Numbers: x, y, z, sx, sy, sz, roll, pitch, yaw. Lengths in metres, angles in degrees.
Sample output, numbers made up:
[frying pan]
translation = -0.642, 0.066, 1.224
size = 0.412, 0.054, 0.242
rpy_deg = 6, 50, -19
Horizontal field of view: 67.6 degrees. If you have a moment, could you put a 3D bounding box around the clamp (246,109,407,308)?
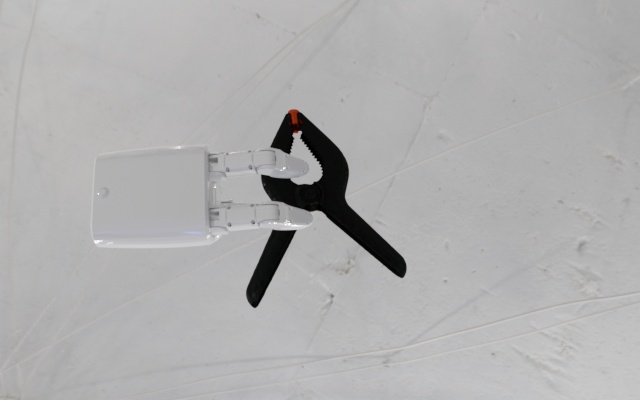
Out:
[clamp]
translation = 0.000, 0.001, 0.508
size = 0.164, 0.210, 0.036
rpy_deg = -4, -17, -5
